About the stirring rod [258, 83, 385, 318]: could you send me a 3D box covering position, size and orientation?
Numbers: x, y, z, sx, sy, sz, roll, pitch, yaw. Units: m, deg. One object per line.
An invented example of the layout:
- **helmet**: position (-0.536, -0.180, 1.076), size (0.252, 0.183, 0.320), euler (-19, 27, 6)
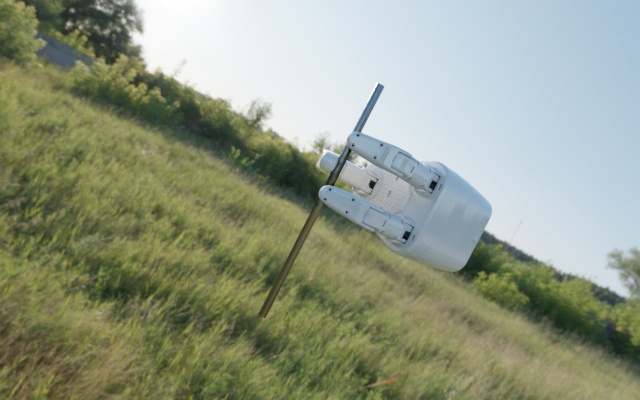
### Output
- **stirring rod**: position (0.000, 0.002, 0.442), size (0.011, 0.239, 0.011), euler (27, 3, -2)
